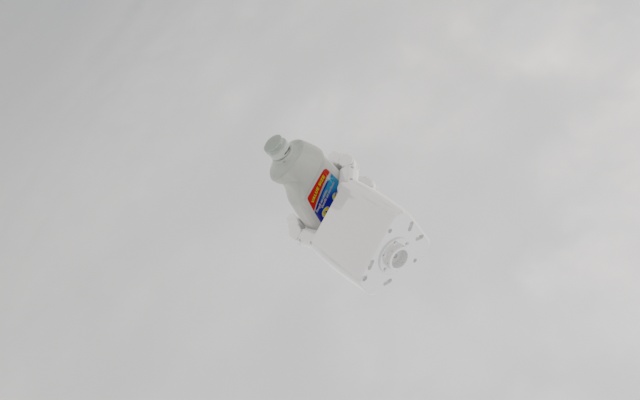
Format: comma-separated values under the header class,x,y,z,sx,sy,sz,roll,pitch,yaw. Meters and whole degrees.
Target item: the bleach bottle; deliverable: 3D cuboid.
class,x,y,z,sx,sy,sz,roll,pitch,yaw
bleach bottle,0.000,0.002,0.694,0.251,0.102,0.068,46,-6,-39
